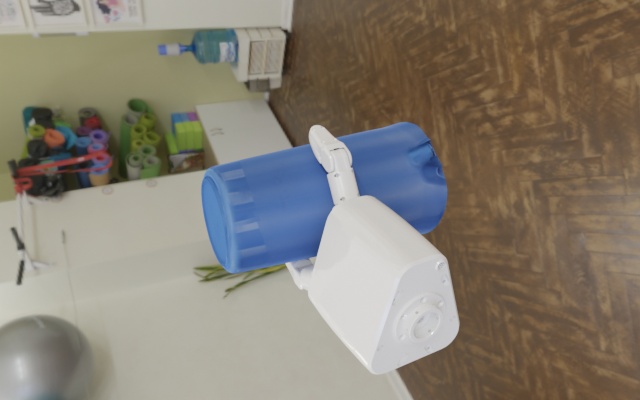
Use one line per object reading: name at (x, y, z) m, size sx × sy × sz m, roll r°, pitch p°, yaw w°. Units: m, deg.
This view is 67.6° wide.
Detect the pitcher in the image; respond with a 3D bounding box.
pitcher at (0.000, 0.002, 0.524) m, size 0.243 × 0.149 × 0.145 m, roll -12°, pitch 29°, yaw -24°
